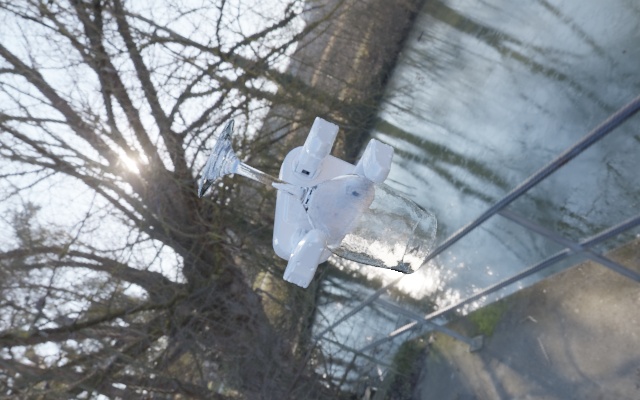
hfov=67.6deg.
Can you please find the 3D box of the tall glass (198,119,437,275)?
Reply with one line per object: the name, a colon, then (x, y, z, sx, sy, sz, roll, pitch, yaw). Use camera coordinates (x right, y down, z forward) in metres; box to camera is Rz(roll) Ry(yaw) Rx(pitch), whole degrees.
tall glass: (-0.001, 0.001, 0.427, 0.201, 0.079, 0.079, 23, -3, -6)
